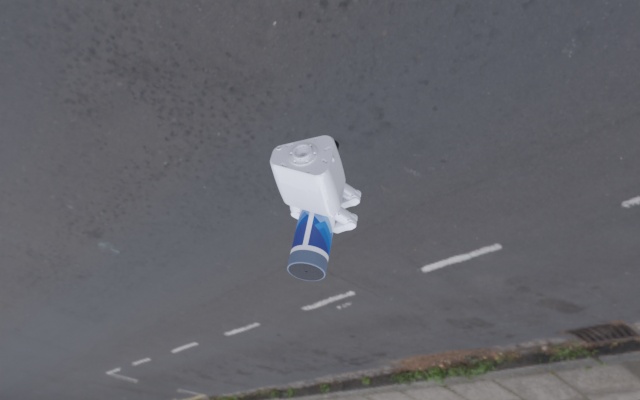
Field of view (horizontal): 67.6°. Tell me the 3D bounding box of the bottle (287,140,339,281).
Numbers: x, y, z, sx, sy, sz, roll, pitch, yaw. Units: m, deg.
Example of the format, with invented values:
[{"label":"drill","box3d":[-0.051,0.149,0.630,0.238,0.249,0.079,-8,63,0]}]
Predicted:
[{"label":"bottle","box3d":[0.000,0.003,0.891,0.069,0.295,0.069,8,-35,6]}]
